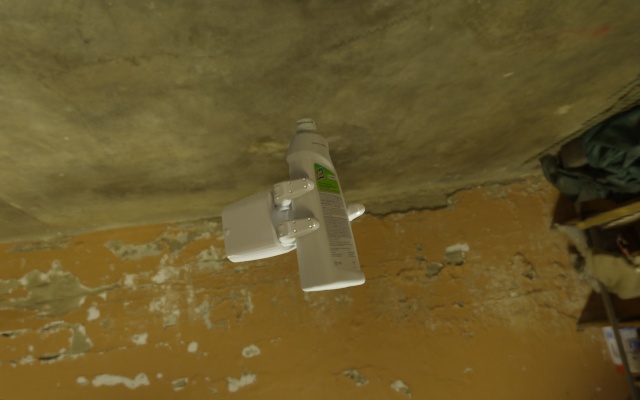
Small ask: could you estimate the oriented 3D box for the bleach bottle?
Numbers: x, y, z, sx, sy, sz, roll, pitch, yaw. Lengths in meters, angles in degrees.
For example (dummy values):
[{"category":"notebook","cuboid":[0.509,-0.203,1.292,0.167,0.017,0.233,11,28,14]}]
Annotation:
[{"category":"bleach bottle","cuboid":[0.000,0.002,0.702,0.068,0.250,0.102,-17,-15,31]}]
